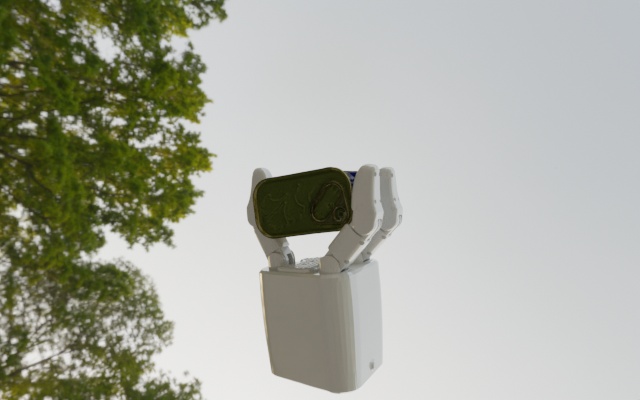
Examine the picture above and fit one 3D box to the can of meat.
[{"bbox_3d":[0.000,0.001,0.468,0.102,0.057,0.084,-9,-2,26],"label":"can of meat"}]
